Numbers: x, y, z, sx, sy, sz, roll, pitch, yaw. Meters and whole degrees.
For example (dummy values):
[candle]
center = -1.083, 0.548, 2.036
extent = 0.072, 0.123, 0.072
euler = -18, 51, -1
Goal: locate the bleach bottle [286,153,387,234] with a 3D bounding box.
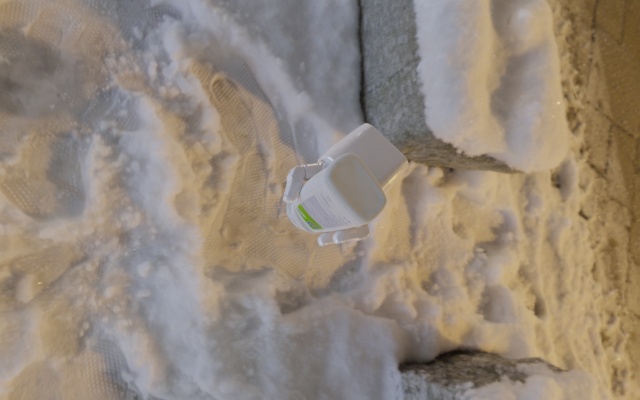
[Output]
[bleach bottle]
center = 0.000, 0.003, 0.761
extent = 0.068, 0.102, 0.251
euler = -43, 10, -24
